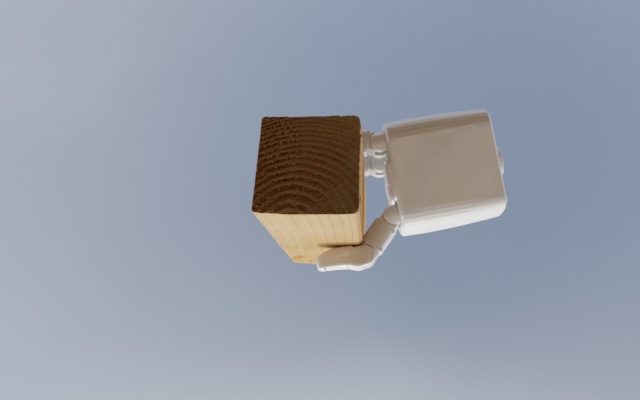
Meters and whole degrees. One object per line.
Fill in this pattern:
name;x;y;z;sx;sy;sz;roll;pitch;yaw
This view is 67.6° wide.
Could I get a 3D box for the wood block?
wood block;0.000;0.002;0.494;0.090;0.090;0.206;1;-19;7
